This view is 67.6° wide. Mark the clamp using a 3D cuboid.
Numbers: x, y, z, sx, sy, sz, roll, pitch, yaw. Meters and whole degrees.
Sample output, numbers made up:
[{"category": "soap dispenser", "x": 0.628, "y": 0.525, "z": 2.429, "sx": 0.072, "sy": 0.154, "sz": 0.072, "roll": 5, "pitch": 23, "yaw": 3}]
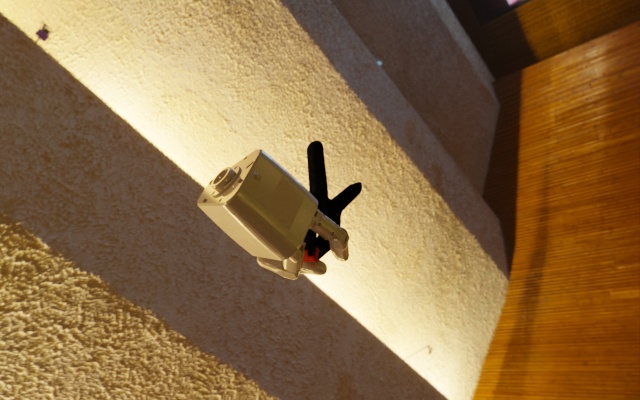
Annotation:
[{"category": "clamp", "x": 0.000, "y": 0.003, "z": 0.673, "sx": 0.039, "sy": 0.171, "sz": 0.120, "roll": -19, "pitch": -53, "yaw": 42}]
